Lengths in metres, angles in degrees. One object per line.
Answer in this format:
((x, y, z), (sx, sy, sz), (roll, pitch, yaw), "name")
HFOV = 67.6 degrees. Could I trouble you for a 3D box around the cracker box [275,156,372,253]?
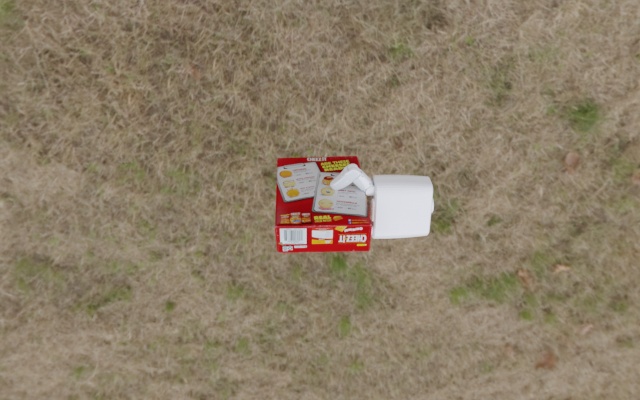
((0.000, 0.003, 0.888), (0.164, 0.072, 0.213), (-1, 37, -3), "cracker box")
